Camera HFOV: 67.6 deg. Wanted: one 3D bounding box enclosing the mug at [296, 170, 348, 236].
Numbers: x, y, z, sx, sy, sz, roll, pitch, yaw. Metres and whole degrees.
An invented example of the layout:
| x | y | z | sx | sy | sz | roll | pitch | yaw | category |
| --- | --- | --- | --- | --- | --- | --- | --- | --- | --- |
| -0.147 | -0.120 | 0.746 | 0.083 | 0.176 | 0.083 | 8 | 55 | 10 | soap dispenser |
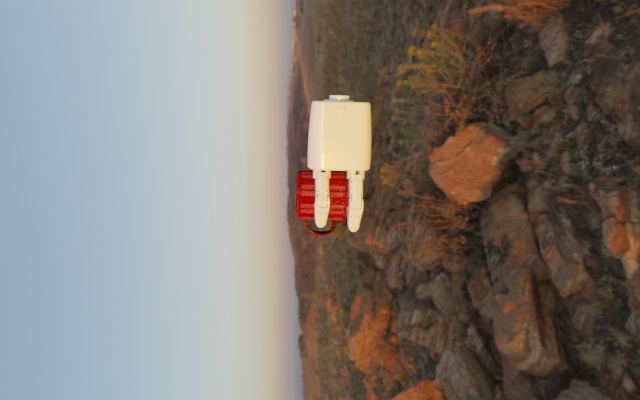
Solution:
| x | y | z | sx | sy | sz | roll | pitch | yaw | category |
| --- | --- | --- | --- | --- | --- | --- | --- | --- | --- |
| 0.000 | 0.004 | 0.804 | 0.081 | 0.117 | 0.093 | 1 | 12 | -4 | mug |
